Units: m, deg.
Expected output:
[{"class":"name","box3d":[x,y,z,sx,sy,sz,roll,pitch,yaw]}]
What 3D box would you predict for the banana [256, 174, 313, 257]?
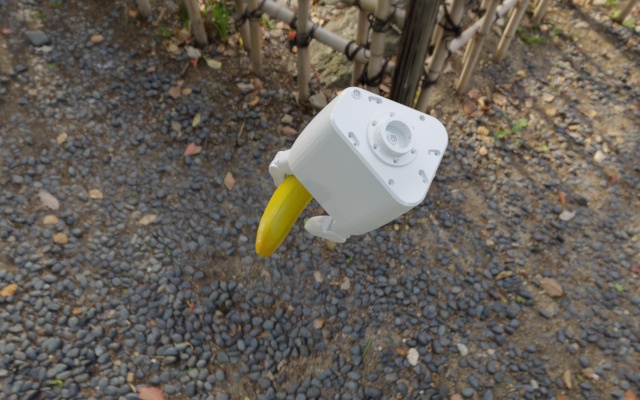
[{"class":"banana","box3d":[-0.005,-0.016,0.538,0.197,0.070,0.037,-36,23,-31]}]
